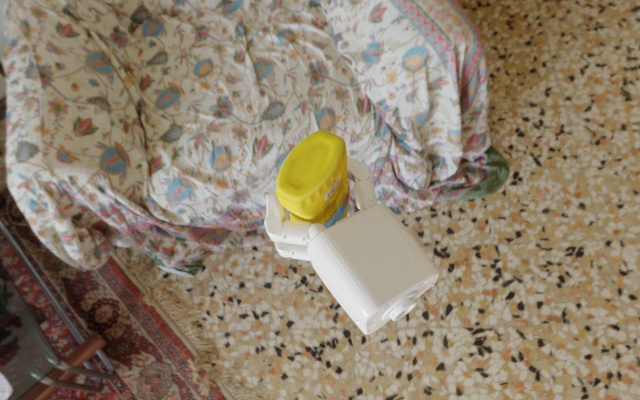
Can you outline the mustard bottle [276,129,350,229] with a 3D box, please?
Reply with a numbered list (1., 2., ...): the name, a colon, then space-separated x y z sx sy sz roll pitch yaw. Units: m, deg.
1. mustard bottle: 0.000 0.002 0.596 0.058 0.096 0.192 26 -21 19
